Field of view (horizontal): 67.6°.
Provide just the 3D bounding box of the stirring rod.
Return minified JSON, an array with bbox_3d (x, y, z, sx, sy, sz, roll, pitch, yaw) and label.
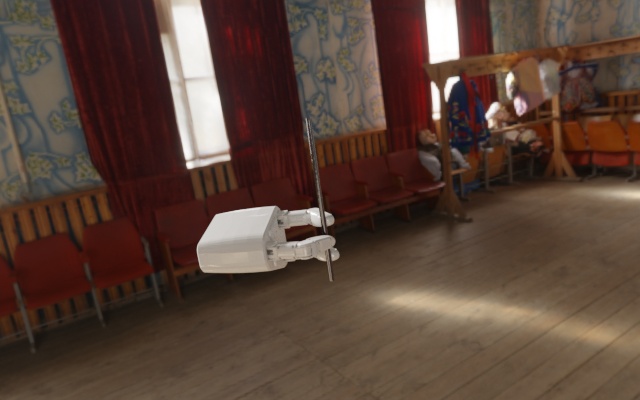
[{"bbox_3d":[0.000,0.002,0.687,0.011,0.239,0.011,-8,12,2],"label":"stirring rod"}]
